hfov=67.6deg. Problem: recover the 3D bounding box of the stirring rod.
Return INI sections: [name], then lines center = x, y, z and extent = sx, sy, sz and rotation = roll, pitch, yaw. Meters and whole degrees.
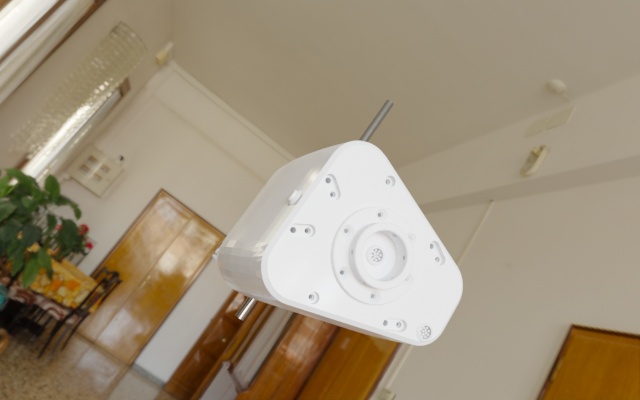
[stirring rod]
center = 0.000, 0.001, 0.422
extent = 0.011, 0.239, 0.011
rotation = 32, -16, 11
